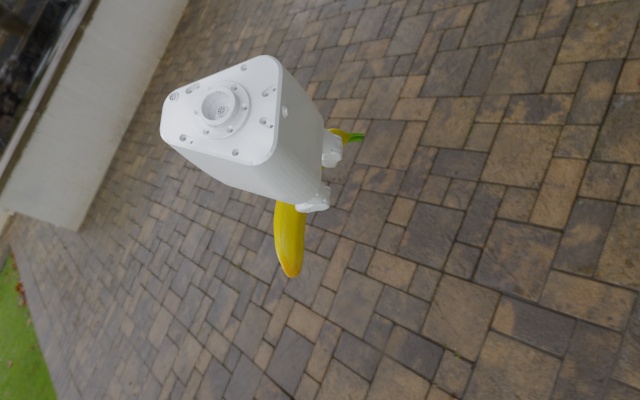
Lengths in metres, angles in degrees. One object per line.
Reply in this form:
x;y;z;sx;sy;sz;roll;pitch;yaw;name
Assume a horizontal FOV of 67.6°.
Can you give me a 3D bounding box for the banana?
-0.015;-0.010;0.563;0.069;0.198;0.037;28;-8;-10;banana
